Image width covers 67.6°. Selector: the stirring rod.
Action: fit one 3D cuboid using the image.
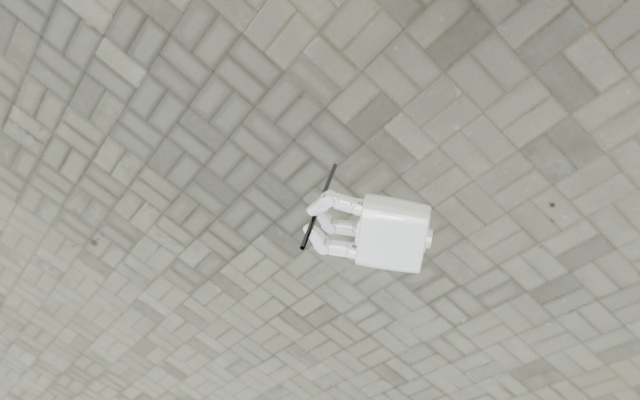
[{"bbox_3d":[0.000,0.003,0.821,0.011,0.011,0.239,0,36,17],"label":"stirring rod"}]
